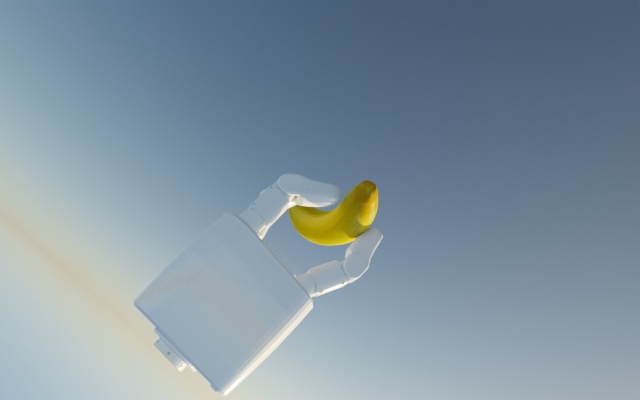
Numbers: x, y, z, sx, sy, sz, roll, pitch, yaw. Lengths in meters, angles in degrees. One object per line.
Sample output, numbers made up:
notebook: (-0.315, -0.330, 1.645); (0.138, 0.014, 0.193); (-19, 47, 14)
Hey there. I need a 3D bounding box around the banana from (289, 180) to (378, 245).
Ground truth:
banana: (0.008, 0.017, 0.504); (0.037, 0.070, 0.198); (-40, 17, -24)
